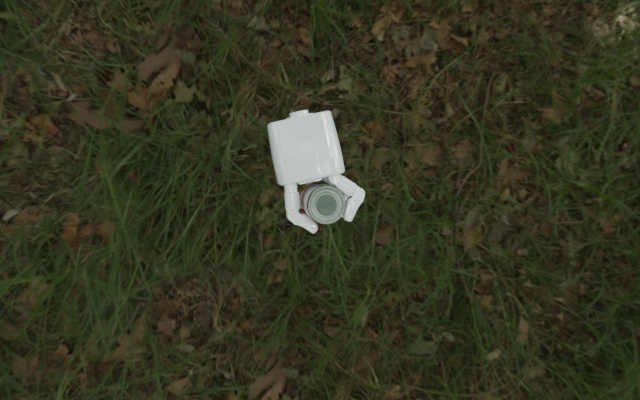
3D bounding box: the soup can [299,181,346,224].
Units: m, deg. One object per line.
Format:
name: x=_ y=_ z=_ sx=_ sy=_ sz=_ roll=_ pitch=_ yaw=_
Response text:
soup can: x=0.000 y=0.003 z=0.838 sx=0.068 sy=0.068 sz=0.102 roll=0 pitch=5 yaw=-12
